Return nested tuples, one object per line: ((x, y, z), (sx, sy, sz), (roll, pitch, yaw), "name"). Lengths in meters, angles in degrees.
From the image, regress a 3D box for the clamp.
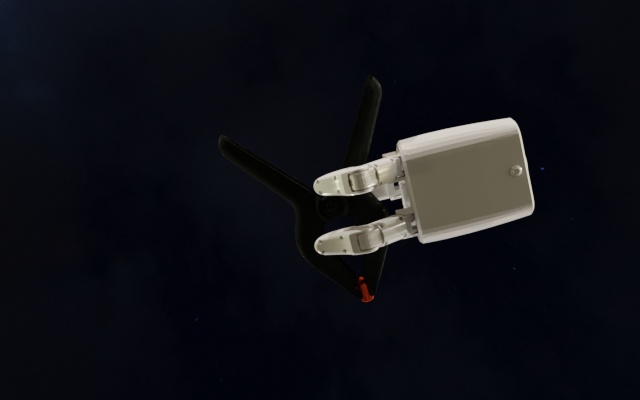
((0.001, 0.002, 0.468), (0.164, 0.210, 0.036), (-14, 8, 7), "clamp")
